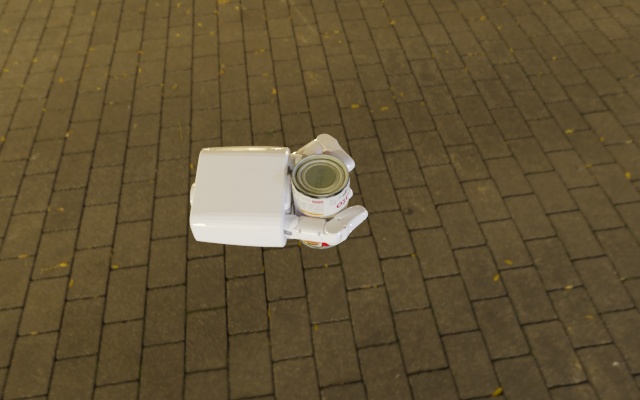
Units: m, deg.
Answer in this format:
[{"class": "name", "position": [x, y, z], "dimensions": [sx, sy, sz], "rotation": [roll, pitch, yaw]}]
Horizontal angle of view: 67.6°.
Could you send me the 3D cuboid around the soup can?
[{"class": "soup can", "position": [0.001, 0.002, 0.575], "dimensions": [0.068, 0.068, 0.102], "rotation": [0, -39, 0]}]
